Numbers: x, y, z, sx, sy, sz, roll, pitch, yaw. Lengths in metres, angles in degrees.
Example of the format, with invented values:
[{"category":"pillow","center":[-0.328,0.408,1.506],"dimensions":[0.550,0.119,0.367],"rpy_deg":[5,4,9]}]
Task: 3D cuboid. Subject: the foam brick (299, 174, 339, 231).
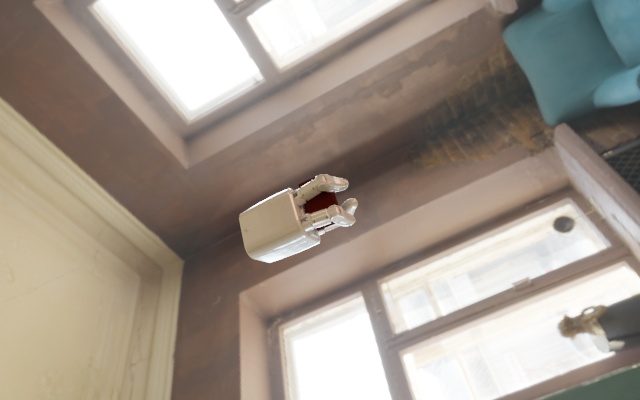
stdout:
[{"category":"foam brick","center":[0.000,0.003,0.844],"dimensions":[0.051,0.078,0.053],"rpy_deg":[-23,-35,9]}]
